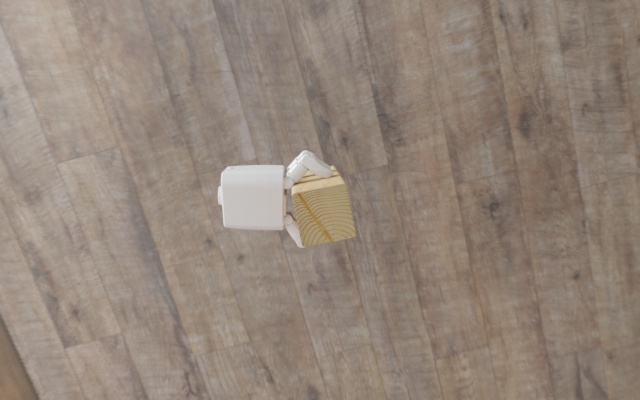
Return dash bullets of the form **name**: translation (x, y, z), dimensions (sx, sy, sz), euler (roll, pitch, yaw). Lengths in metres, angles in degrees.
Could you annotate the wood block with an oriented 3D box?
- **wood block**: translation (0.000, 0.003, 0.845), dimensions (0.090, 0.091, 0.206), euler (-11, 13, -1)
